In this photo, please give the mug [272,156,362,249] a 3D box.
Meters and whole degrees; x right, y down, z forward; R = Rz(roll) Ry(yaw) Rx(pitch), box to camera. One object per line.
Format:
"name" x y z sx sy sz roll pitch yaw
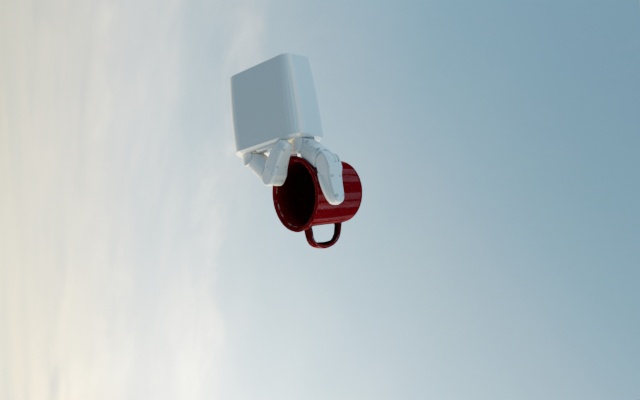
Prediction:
"mug" 0.001 0.003 0.602 0.081 0.117 0.093 -4 -8 -40
